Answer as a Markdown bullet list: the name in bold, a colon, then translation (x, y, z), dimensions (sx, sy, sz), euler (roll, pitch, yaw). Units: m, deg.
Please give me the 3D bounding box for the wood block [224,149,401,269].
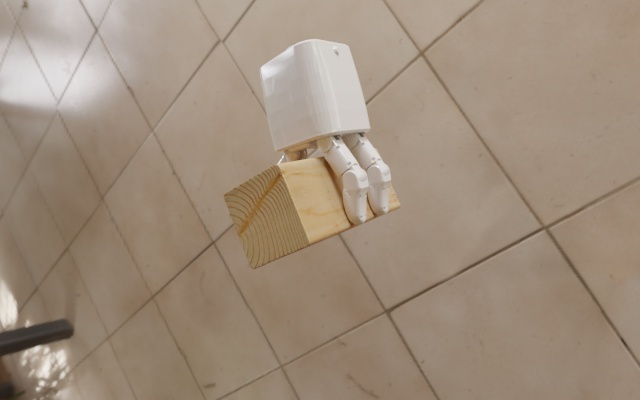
- **wood block**: translation (0.000, 0.002, 0.572), dimensions (0.091, 0.090, 0.206), euler (-25, -5, 36)
